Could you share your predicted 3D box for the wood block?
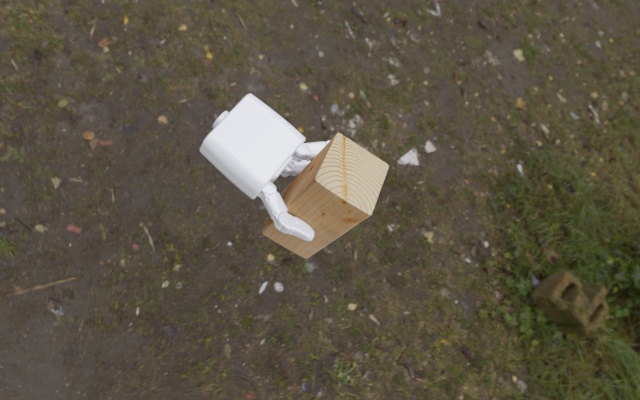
[{"bbox_3d":[0.000,0.002,0.711,0.090,0.090,0.206,32,-33,-11],"label":"wood block"}]
